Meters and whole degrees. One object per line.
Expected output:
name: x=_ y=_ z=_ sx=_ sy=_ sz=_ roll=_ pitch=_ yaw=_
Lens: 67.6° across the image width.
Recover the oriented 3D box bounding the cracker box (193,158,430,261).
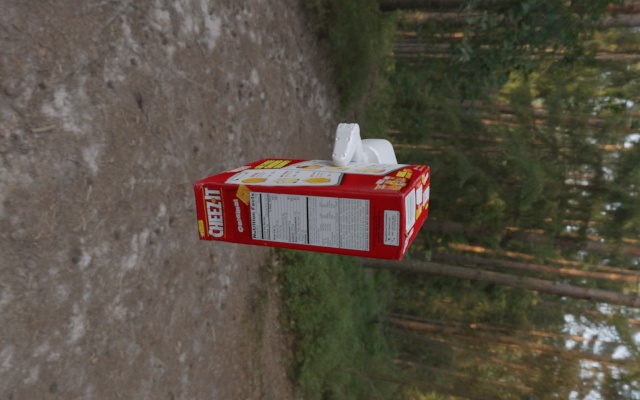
cracker box: x=0.000 y=0.002 z=0.519 sx=0.213 sy=0.072 sz=0.164 roll=4 pitch=14 yaw=19
